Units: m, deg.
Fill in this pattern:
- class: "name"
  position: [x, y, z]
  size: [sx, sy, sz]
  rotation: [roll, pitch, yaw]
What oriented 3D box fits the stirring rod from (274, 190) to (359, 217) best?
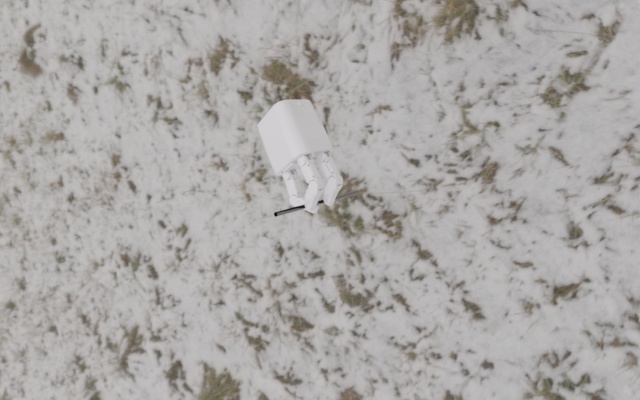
- class: "stirring rod"
  position: [0.000, 0.003, 0.884]
  size: [0.011, 0.011, 0.239]
  rotation: [0, 10, 39]
